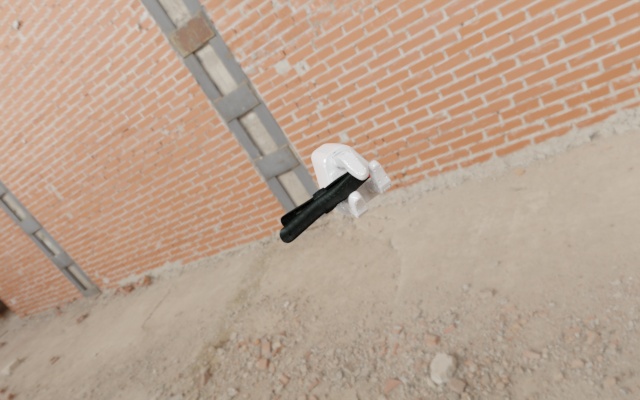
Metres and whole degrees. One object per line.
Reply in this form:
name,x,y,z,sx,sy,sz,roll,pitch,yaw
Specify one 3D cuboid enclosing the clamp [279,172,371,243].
clamp,0.000,0.002,0.761,0.171,0.039,0.120,-36,15,-7
